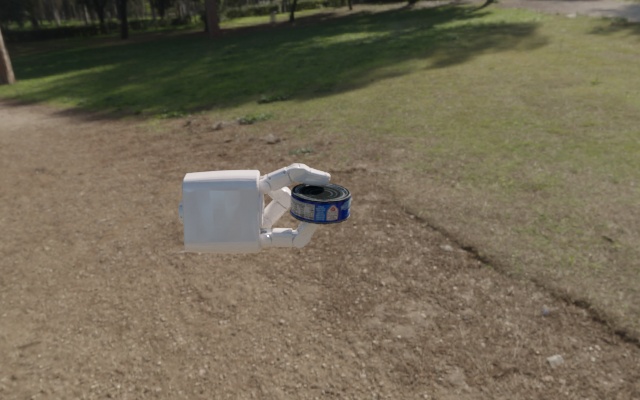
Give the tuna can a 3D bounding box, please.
[{"bbox_3d":[0.000,0.002,0.670,0.086,0.034,0.086,3,20,-1],"label":"tuna can"}]
